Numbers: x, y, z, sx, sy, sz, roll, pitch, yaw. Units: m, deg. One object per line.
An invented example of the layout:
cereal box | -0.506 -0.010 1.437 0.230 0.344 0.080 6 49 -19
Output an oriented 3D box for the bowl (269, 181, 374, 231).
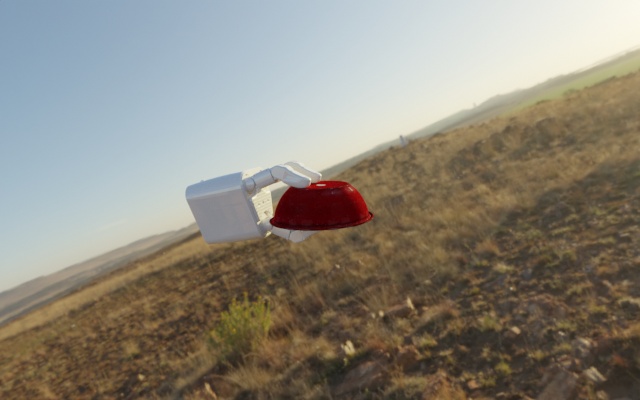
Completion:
bowl | 0.001 0.002 0.735 0.162 0.055 0.162 -3 10 0
